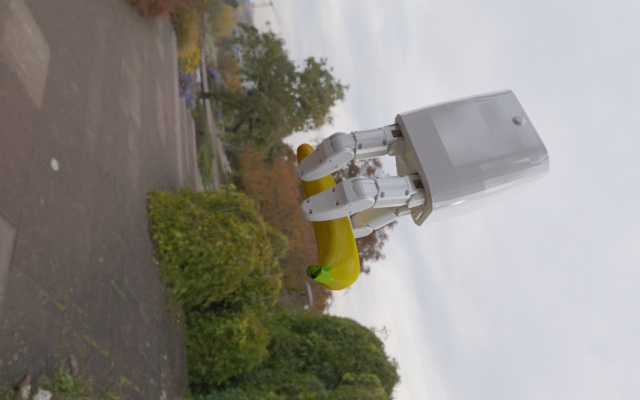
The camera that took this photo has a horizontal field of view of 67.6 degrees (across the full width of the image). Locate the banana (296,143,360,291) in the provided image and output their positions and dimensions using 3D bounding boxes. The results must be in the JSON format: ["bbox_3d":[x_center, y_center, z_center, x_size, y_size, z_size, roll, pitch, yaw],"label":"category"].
[{"bbox_3d":[0.006,0.017,0.443,0.037,0.070,0.197,-19,35,6],"label":"banana"}]
